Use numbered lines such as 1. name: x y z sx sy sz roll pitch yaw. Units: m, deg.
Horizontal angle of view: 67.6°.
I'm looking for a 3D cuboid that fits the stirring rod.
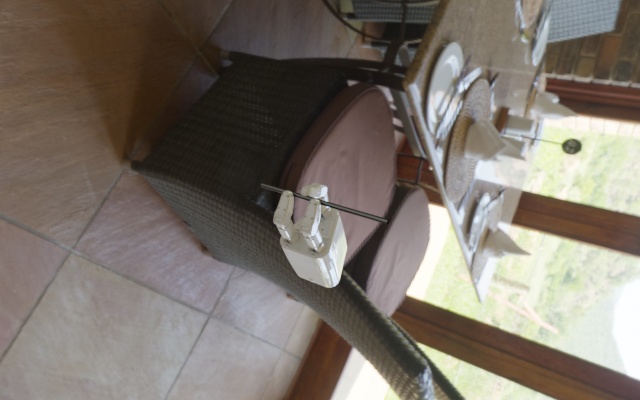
1. stirring rod: 0.000 0.003 0.772 0.239 0.011 0.011 16 8 29
